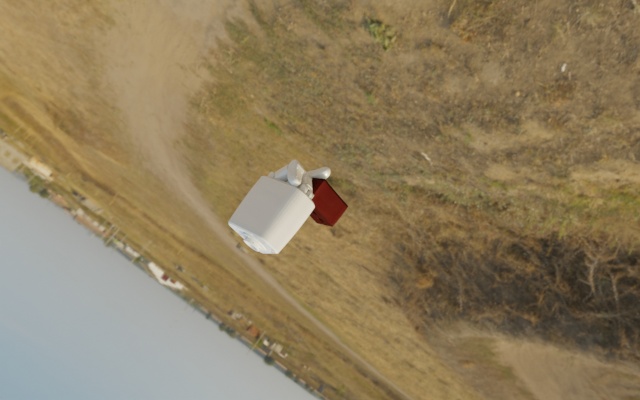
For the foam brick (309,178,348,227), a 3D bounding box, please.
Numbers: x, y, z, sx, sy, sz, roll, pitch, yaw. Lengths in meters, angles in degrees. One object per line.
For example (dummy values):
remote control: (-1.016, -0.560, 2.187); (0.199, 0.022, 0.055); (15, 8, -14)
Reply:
foam brick: (0.000, 0.003, 0.867); (0.053, 0.051, 0.078); (8, -34, 53)
